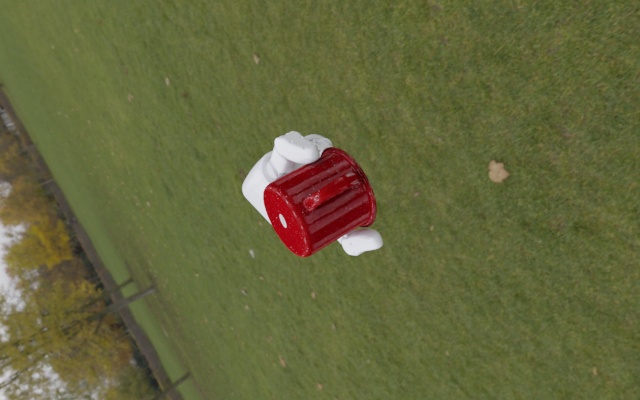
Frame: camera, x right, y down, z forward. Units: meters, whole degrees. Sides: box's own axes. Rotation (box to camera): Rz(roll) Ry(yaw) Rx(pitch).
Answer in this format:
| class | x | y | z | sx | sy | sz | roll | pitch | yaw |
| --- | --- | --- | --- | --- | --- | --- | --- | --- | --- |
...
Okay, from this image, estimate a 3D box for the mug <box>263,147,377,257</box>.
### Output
| class | x | y | z | sx | sy | sz | roll | pitch | yaw |
| --- | --- | --- | --- | --- | --- | --- | --- | --- | --- |
| mug | 0.000 | 0.001 | 0.469 | 0.081 | 0.093 | 0.117 | -29 | -2 | -24 |
